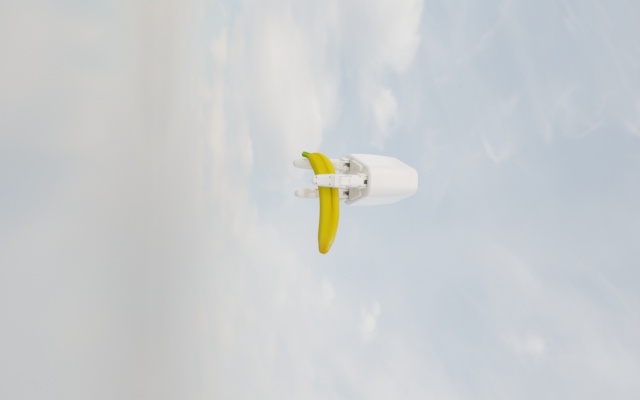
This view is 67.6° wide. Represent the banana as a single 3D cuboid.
[{"bbox_3d":[0.008,-0.005,0.857,0.037,0.197,0.070,-2,-15,-27],"label":"banana"}]
